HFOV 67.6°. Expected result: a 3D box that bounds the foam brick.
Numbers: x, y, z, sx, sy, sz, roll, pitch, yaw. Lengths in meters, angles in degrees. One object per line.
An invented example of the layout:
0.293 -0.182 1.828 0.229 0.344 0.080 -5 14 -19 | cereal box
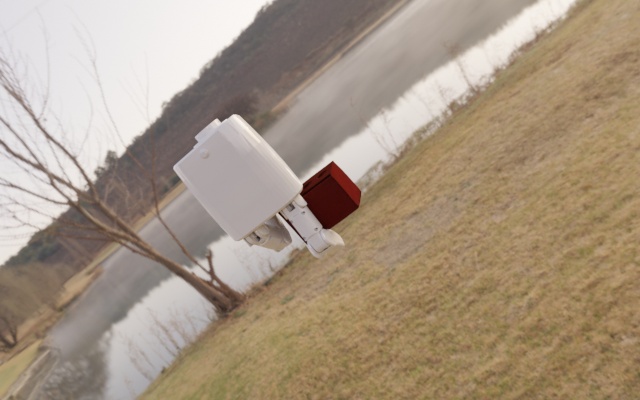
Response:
0.000 0.002 0.542 0.078 0.051 0.053 -37 12 17 | foam brick
